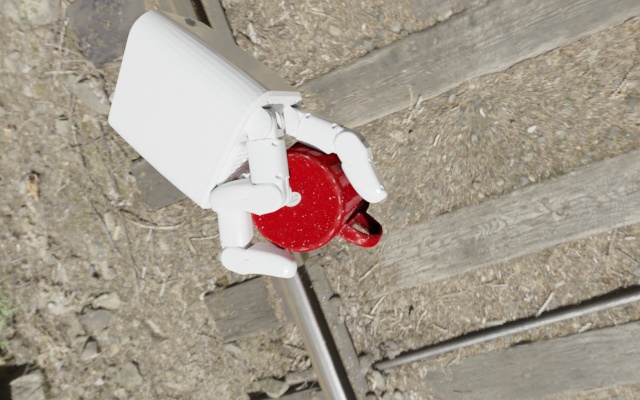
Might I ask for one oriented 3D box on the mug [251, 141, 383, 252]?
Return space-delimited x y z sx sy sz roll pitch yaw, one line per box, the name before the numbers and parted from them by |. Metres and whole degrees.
mug | 0.001 0.002 0.400 0.117 0.093 0.081 38 20 7
